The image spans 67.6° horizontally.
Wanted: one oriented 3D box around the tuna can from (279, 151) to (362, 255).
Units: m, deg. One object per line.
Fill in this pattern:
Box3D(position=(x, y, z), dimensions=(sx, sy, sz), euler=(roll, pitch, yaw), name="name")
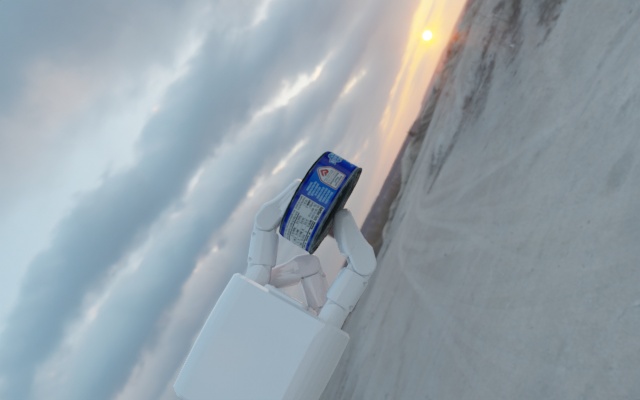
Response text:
Box3D(position=(0.000, 0.001, 0.410), dimensions=(0.034, 0.086, 0.086), euler=(31, 4, 7), name="tuna can")
